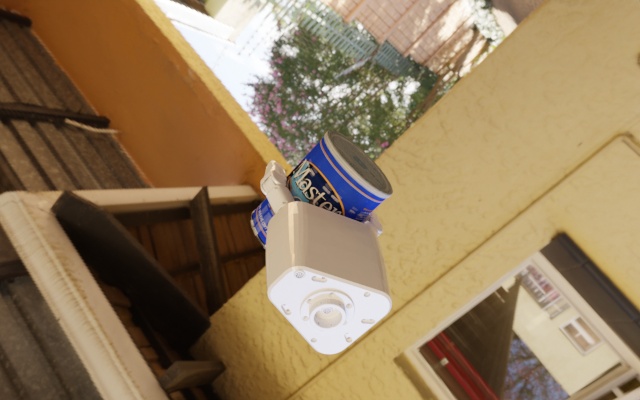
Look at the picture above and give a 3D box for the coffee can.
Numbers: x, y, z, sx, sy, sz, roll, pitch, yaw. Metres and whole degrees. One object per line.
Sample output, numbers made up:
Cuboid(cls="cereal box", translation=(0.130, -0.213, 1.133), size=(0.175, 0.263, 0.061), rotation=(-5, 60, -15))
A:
Cuboid(cls="coffee can", translation=(0.000, 0.002, 0.567), size=(0.140, 0.102, 0.103), rotation=(-45, -19, 20))
